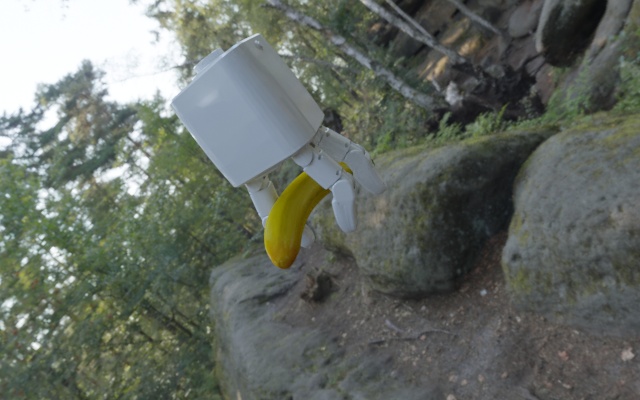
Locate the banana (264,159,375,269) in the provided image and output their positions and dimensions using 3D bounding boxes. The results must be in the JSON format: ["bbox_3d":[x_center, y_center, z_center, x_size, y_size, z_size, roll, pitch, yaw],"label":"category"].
[{"bbox_3d":[-0.013,0.002,0.493,0.069,0.037,0.197,-8,28,37],"label":"banana"}]
